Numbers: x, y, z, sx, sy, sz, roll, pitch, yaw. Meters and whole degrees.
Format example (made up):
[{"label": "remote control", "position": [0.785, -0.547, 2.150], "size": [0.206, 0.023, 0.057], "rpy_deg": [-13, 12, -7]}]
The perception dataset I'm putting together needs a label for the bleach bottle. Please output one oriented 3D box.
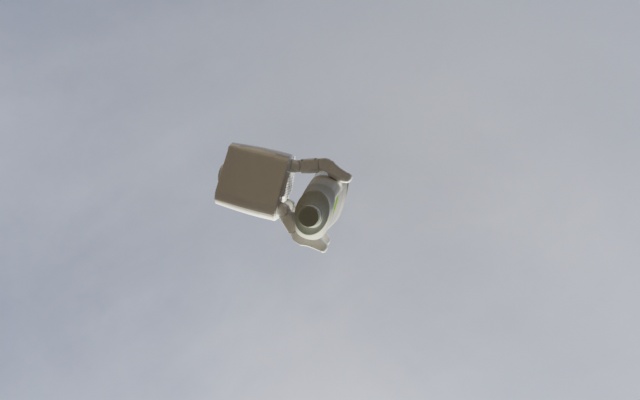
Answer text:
[{"label": "bleach bottle", "position": [0.000, 0.003, 0.768], "size": [0.068, 0.102, 0.251], "rpy_deg": [15, 7, 5]}]
